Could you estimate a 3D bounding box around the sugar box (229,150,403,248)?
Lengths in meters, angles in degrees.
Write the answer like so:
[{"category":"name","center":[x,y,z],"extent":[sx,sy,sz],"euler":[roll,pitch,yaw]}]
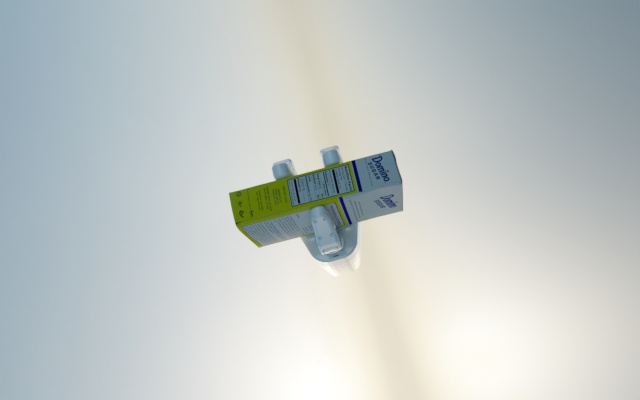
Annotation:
[{"category":"sugar box","center":[0.000,0.001,0.521],"extent":[0.176,0.048,0.093],"euler":[-16,-21,3]}]
